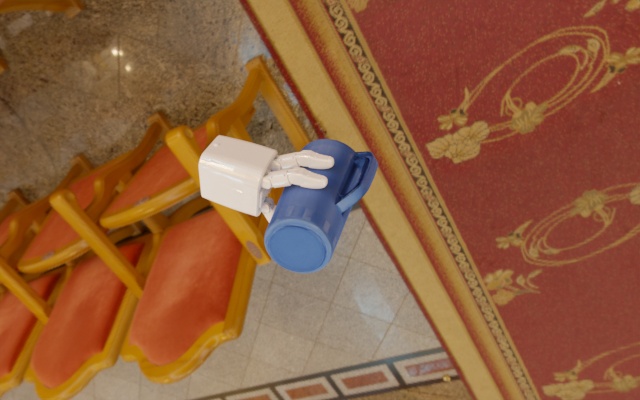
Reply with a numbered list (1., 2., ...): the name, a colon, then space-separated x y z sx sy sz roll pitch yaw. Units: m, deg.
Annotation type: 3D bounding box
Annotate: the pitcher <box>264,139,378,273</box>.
1. pitcher: 0.000 0.003 0.806 0.145 0.149 0.242 19 37 2
